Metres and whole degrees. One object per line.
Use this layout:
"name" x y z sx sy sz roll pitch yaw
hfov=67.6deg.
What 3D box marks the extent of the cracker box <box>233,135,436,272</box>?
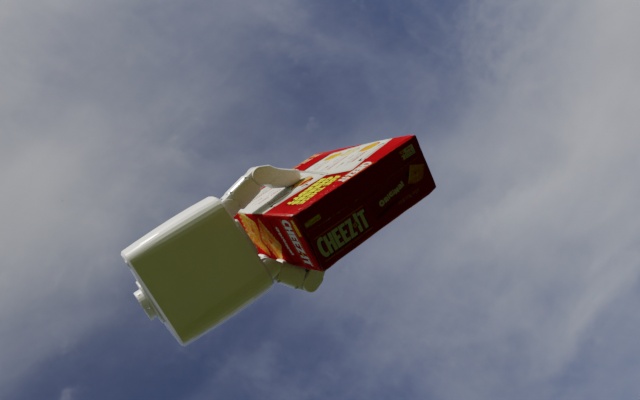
"cracker box" 0.000 0.002 0.553 0.164 0.072 0.213 -34 15 -24
